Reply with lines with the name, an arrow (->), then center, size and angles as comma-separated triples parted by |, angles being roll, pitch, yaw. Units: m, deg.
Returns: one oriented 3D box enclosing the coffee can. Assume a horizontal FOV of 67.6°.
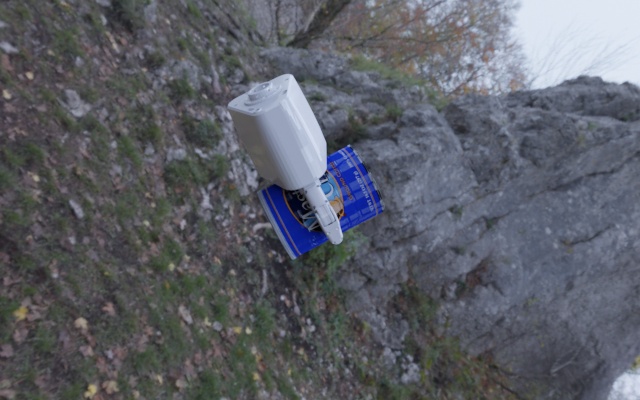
coffee can -> 0.000, 0.002, 0.642 | 0.140, 0.103, 0.103 | -28, 1, -3
